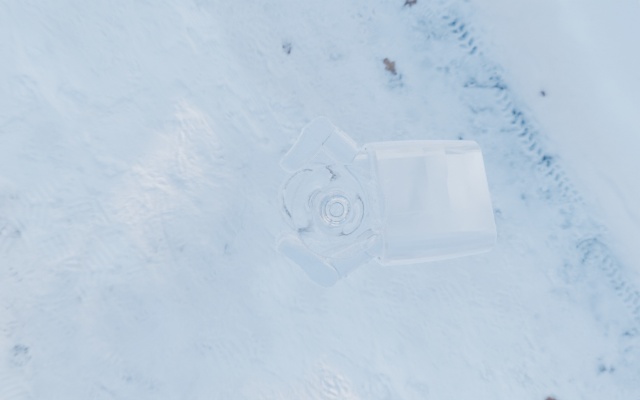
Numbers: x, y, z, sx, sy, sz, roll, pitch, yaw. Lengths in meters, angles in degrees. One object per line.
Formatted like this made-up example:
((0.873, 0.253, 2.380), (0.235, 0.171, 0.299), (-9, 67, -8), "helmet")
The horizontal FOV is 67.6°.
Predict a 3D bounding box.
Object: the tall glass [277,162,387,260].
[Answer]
((0.000, 0.001, 0.458), (0.079, 0.079, 0.201), (0, 4, -9), "tall glass")
